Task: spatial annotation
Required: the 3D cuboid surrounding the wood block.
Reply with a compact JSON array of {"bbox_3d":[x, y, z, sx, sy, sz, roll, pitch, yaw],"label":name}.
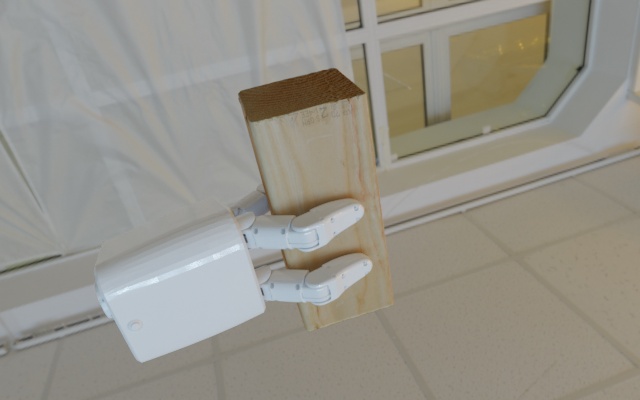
[{"bbox_3d":[0.000,0.001,0.427,0.090,0.206,0.090,-16,31,-7],"label":"wood block"}]
